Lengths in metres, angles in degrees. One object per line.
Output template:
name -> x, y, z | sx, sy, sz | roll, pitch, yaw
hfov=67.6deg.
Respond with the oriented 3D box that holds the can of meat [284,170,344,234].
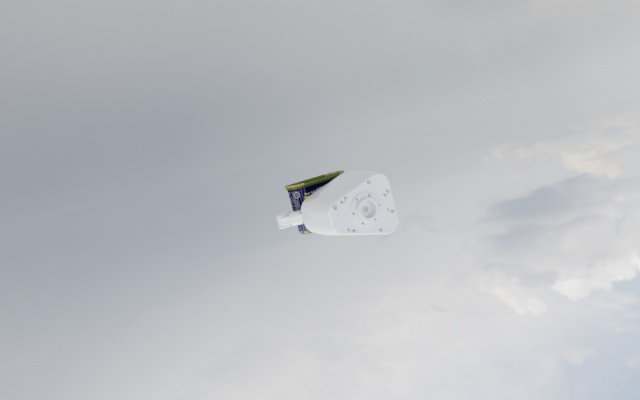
can of meat -> 0.000, 0.003, 0.806 | 0.102, 0.084, 0.057 | -18, 7, -26
